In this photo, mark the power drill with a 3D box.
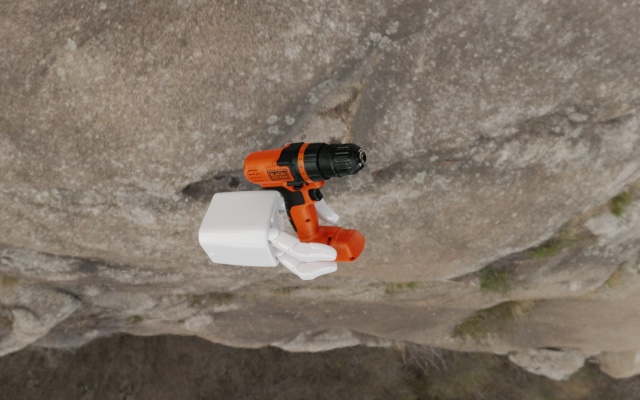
[{"bbox_3d":[0.000,0.003,0.674,0.184,0.188,0.057,-1,37,33],"label":"power drill"}]
